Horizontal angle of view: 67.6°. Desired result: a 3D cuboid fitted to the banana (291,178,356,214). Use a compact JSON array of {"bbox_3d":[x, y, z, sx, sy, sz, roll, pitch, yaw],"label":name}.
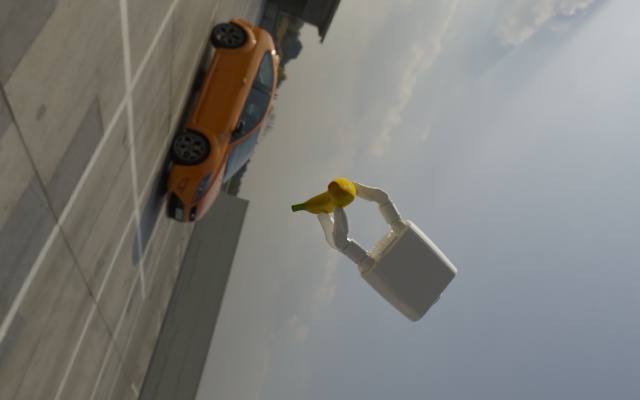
[{"bbox_3d":[0.016,-0.002,0.713,0.069,0.037,0.198,-17,-5,-21],"label":"banana"}]
